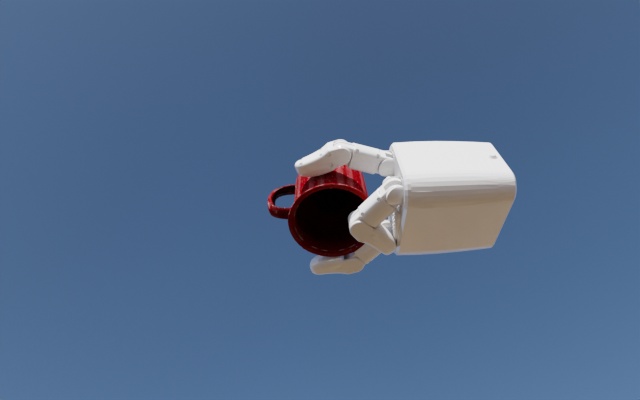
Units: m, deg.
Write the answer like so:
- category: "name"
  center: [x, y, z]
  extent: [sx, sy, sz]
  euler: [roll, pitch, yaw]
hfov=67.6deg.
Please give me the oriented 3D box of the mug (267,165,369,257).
- category: "mug"
  center: [-0.001, 0.002, 0.530]
  extent: [0.117, 0.093, 0.081]
  euler: [-2, 33, 0]
